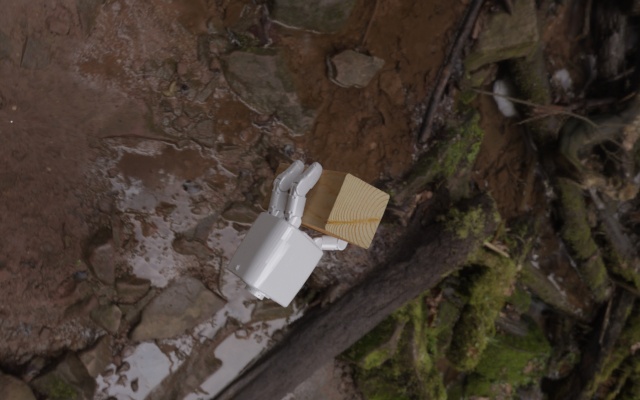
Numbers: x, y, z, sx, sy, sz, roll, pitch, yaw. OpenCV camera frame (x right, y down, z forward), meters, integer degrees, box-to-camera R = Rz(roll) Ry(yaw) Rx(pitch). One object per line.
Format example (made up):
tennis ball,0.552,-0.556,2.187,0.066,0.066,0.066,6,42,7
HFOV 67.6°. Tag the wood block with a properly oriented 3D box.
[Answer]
wood block,0.000,0.003,0.774,0.091,0.090,0.206,26,-6,-33
